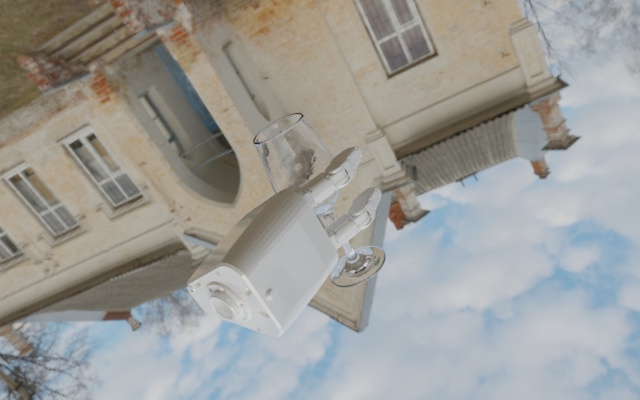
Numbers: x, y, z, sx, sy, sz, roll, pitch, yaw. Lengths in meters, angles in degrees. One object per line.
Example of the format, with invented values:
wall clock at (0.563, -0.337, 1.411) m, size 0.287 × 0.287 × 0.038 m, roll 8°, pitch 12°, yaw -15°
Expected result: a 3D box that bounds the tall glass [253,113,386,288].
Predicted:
tall glass at (0.000, 0.002, 0.547) m, size 0.079 × 0.201 × 0.079 m, roll -25°, pitch 23°, yaw 12°
